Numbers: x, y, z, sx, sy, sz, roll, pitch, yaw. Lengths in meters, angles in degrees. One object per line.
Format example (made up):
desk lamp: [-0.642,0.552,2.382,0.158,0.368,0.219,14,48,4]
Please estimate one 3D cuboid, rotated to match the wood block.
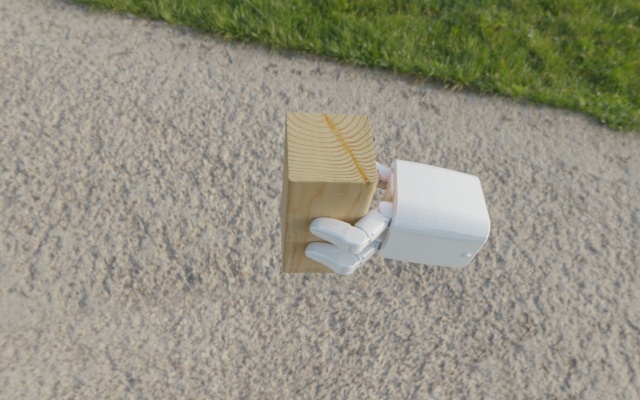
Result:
wood block: [0.000,0.002,0.562,0.090,0.090,0.206,1,-34,-6]
